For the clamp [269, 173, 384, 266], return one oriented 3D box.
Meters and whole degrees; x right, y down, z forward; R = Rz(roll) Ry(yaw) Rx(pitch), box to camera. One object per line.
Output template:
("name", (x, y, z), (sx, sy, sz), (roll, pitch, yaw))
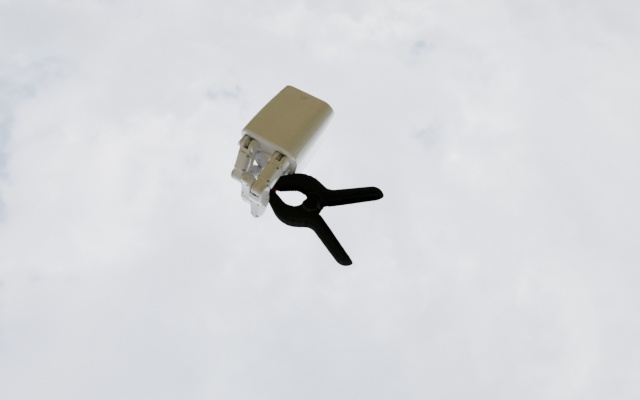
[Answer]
("clamp", (0.000, 0.002, 0.669), (0.171, 0.120, 0.039), (32, -23, 14))
